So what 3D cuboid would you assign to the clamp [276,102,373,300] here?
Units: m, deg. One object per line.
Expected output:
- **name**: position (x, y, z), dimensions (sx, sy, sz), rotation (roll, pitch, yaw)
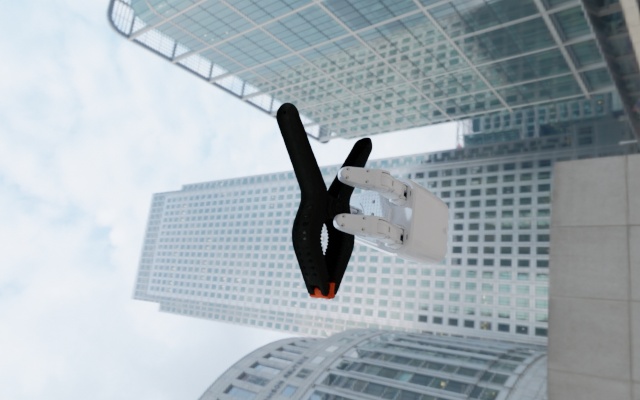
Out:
- **clamp**: position (0.000, 0.002, 0.536), dimensions (0.036, 0.210, 0.164), rotation (-4, -17, 39)
